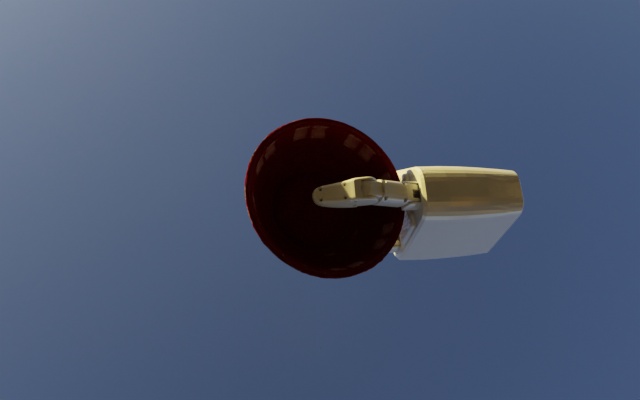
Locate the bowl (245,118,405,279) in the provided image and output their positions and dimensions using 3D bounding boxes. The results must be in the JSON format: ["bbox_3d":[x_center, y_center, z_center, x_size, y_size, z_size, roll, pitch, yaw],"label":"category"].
[{"bbox_3d":[-0.001,0.001,0.479,0.162,0.162,0.055,0,-17,-19],"label":"bowl"}]
